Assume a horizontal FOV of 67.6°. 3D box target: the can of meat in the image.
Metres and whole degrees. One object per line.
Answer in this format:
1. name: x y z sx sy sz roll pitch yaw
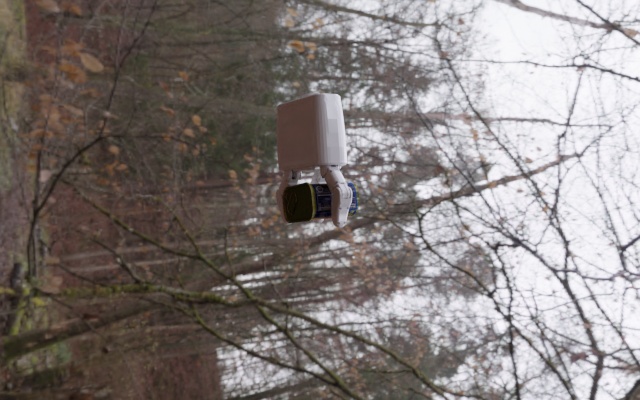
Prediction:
1. can of meat: 0.000 0.002 0.743 0.084 0.057 0.102 -4 -4 -29
